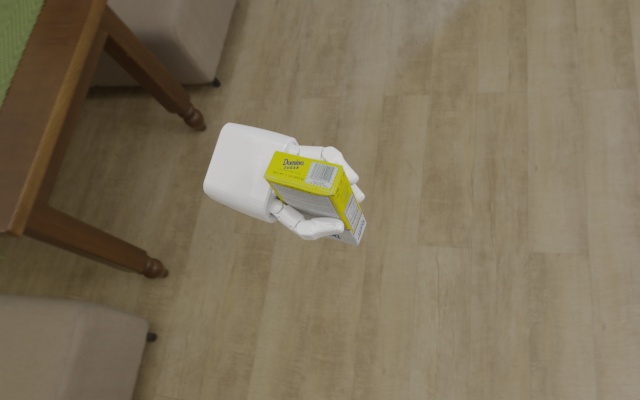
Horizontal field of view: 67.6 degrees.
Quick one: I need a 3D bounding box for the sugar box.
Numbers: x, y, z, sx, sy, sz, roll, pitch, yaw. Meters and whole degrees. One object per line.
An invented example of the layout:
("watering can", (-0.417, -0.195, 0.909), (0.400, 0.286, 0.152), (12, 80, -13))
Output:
("sugar box", (0.000, 0.002, 0.634), (0.093, 0.048, 0.176), (15, -17, 21))
